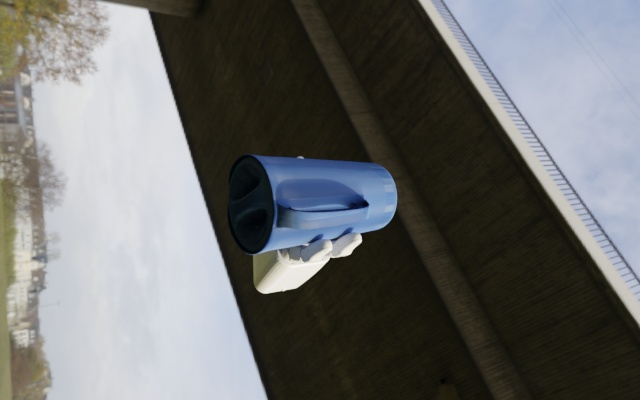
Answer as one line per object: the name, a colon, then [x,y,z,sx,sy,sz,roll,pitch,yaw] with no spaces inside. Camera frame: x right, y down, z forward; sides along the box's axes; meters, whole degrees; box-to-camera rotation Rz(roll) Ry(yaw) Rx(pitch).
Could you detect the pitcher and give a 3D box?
pitcher: [0.000,0.002,0.693,0.243,0.149,0.145,-4,-33,-37]
